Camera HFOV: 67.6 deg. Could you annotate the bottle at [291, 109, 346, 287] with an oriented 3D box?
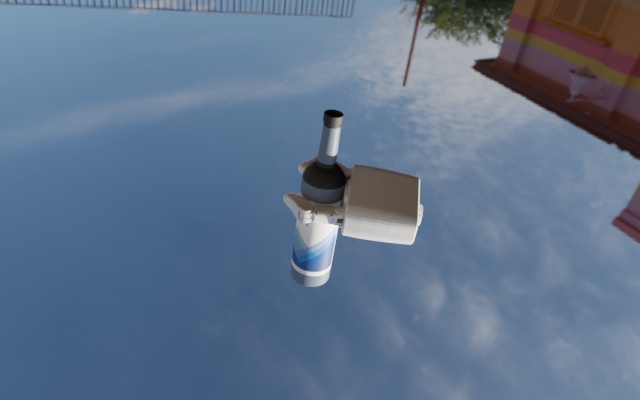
[{"bbox_3d":[0.000,0.003,0.733,0.069,0.296,0.069,6,33,-4],"label":"bottle"}]
